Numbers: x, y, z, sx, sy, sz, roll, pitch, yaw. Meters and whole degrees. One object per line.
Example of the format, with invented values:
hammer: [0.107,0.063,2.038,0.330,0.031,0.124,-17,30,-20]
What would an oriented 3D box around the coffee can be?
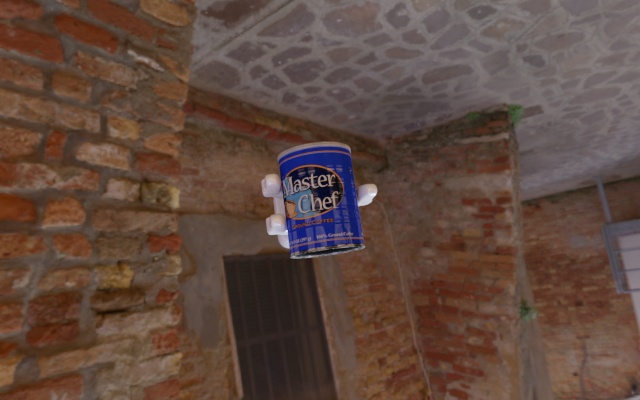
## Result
coffee can: [0.000,0.002,0.653,0.103,0.140,0.103,-8,-11,-1]
